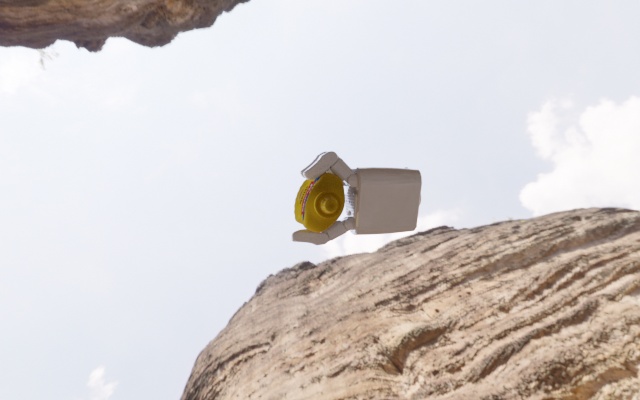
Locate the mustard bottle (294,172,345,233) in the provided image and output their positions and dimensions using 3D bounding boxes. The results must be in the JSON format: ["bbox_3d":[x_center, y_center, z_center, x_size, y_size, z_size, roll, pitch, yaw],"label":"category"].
[{"bbox_3d":[0.000,0.002,0.767,0.058,0.096,0.191,24,-1,-10],"label":"mustard bottle"}]
